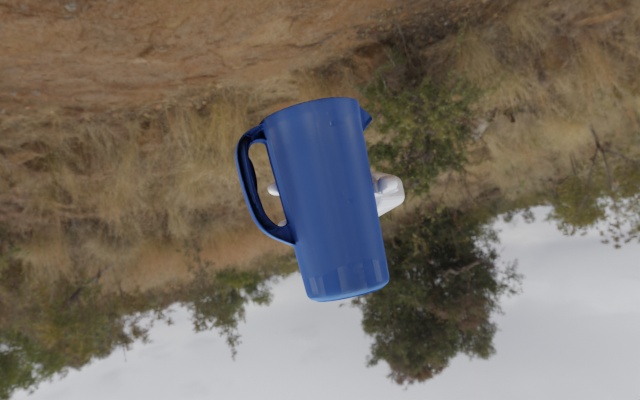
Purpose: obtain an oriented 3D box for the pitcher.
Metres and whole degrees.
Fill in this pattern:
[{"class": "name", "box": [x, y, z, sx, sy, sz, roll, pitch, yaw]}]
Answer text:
[{"class": "pitcher", "box": [0.000, 0.002, 0.612, 0.149, 0.243, 0.145, -15, -5, 27]}]
